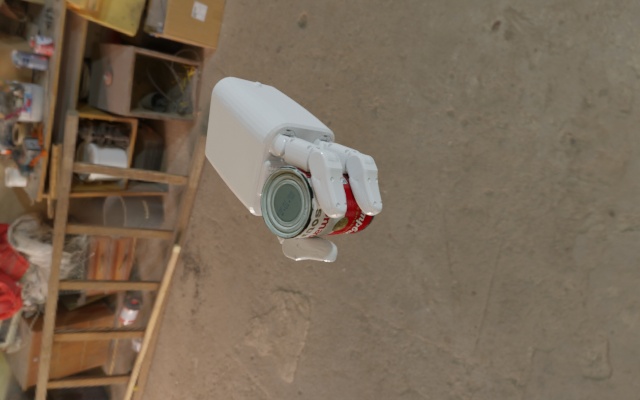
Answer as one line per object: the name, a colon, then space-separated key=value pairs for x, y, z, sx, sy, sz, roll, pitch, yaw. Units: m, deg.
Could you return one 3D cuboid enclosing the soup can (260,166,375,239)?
soup can: x=0.000 y=0.002 z=0.471 sx=0.068 sy=0.068 sz=0.102 roll=0 pitch=0 yaw=41
